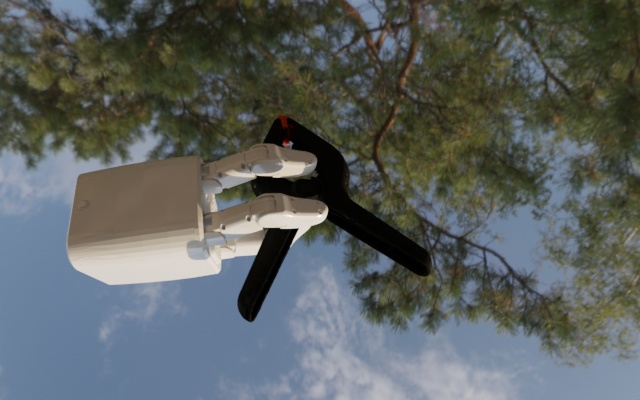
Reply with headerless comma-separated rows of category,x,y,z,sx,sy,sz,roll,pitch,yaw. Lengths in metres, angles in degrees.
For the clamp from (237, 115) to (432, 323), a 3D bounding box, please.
clamp,0.000,0.002,0.440,0.164,0.209,0.036,-6,-36,-9
